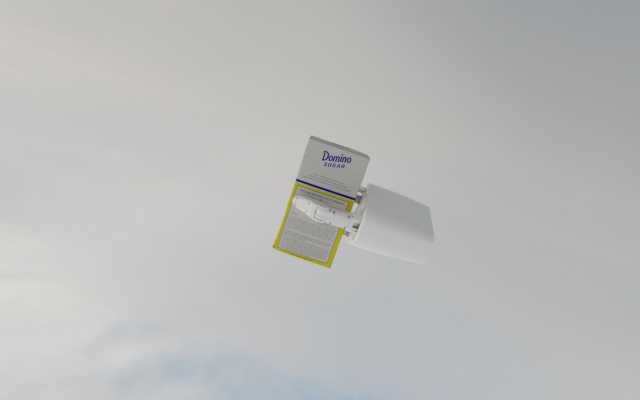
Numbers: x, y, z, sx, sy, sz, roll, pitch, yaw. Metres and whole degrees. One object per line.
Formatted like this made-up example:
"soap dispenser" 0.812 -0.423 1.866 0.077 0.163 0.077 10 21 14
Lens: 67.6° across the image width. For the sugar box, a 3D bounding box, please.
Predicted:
"sugar box" 0.000 0.002 0.704 0.093 0.176 0.048 19 12 -3
